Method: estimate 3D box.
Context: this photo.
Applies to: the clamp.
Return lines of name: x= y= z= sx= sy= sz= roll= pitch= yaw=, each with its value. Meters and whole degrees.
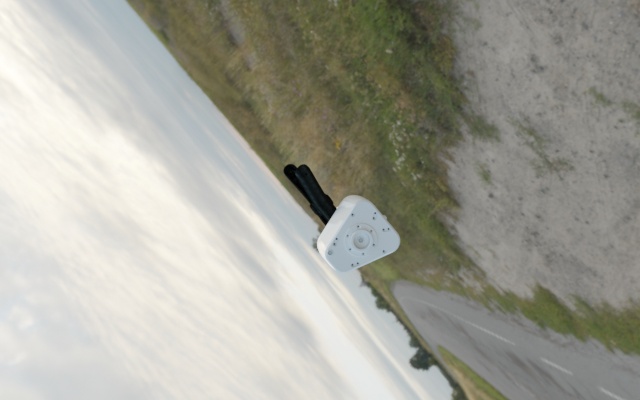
clamp: x=0.000 y=0.003 z=0.810 sx=0.039 sy=0.171 sz=0.120 roll=-41 pitch=5 yaw=-3
